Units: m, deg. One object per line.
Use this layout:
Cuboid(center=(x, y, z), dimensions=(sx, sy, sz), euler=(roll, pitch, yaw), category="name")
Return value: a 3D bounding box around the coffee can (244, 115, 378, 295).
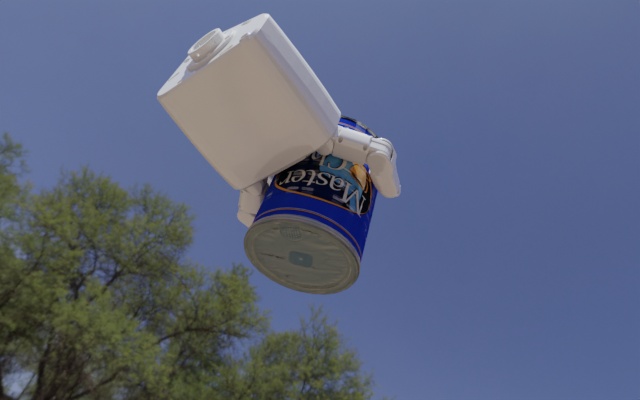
Cuboid(center=(0.000, 0.002, 0.451), dimensions=(0.103, 0.140, 0.103), euler=(11, -42, 10), category="coffee can")
